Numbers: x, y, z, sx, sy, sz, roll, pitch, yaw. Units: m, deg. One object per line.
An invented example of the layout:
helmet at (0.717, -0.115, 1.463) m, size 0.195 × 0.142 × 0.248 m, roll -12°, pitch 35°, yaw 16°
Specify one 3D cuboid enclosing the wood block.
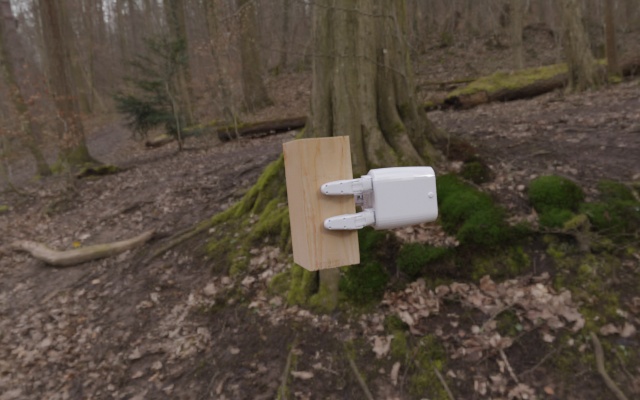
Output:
wood block at (0.000, 0.002, 0.791) m, size 0.090 × 0.206 × 0.091 m, roll -7°, pitch 5°, yaw -19°
